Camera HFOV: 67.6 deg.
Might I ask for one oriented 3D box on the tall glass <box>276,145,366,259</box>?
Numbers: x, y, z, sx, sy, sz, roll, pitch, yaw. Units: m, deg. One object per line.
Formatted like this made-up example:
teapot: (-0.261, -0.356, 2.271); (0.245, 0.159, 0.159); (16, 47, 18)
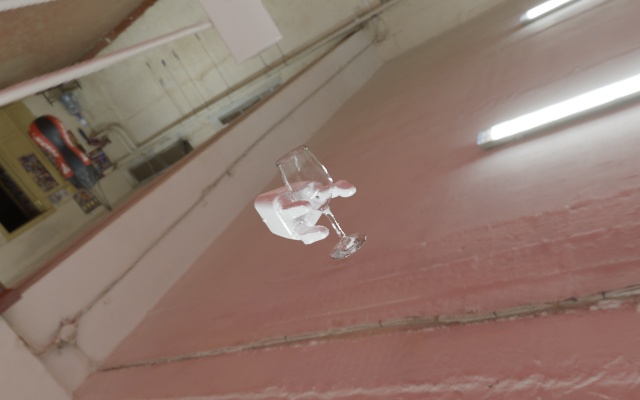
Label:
tall glass: (0.001, 0.003, 0.841); (0.079, 0.201, 0.079); (-29, 18, 10)
